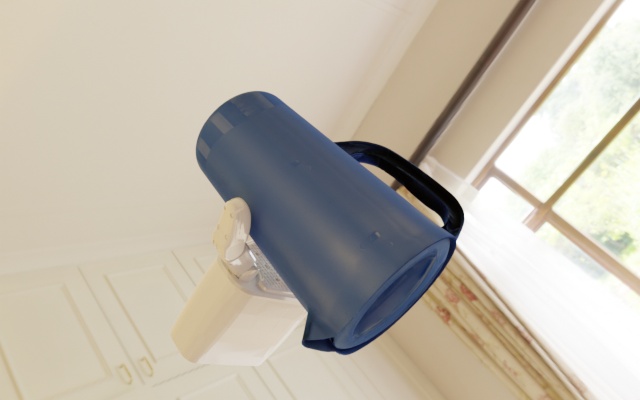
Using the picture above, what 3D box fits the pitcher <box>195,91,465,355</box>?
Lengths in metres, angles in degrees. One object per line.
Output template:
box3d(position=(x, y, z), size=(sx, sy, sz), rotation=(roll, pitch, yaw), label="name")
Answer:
box3d(position=(0.000, 0.002, 0.439), size=(0.242, 0.145, 0.149), rotation=(46, 22, 27), label="pitcher")
